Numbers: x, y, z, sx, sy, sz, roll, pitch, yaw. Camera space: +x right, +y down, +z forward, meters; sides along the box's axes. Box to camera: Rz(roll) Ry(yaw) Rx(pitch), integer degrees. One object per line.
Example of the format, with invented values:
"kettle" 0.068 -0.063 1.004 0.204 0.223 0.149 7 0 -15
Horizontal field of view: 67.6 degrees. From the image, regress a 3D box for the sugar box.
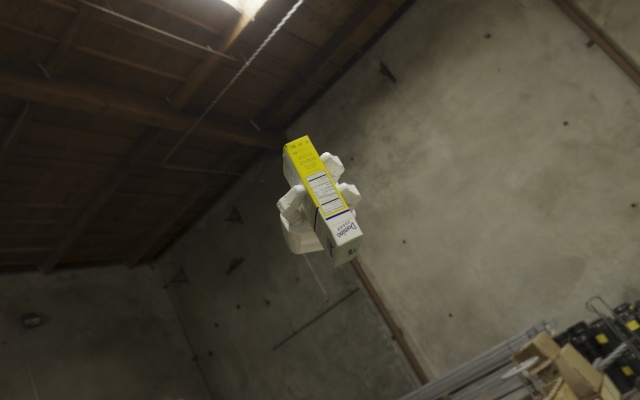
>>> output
"sugar box" 0.001 0.002 0.700 0.048 0.176 0.093 -25 -22 -15
